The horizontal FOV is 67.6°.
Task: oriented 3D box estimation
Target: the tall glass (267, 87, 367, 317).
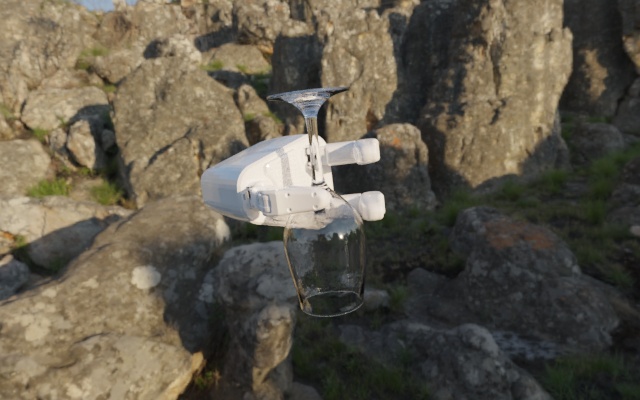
[{"bbox_3d":[0.000,0.001,0.442,0.079,0.201,0.079,-7,10,1],"label":"tall glass"}]
